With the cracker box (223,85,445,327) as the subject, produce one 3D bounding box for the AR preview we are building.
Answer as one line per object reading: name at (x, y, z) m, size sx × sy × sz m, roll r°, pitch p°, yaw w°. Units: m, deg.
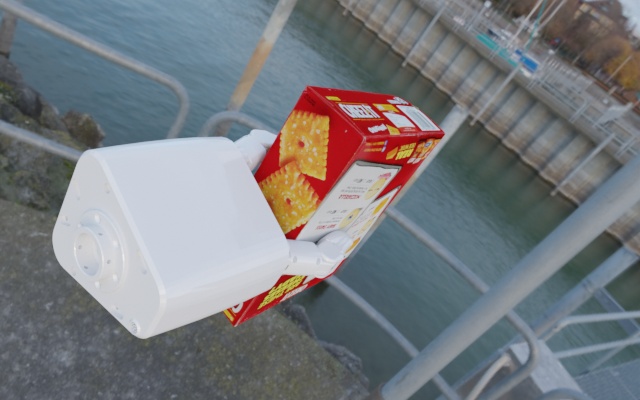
cracker box at (0.000, 0.001, 0.445) m, size 0.072 × 0.214 × 0.164 m, roll 46°, pitch 30°, yaw 19°
